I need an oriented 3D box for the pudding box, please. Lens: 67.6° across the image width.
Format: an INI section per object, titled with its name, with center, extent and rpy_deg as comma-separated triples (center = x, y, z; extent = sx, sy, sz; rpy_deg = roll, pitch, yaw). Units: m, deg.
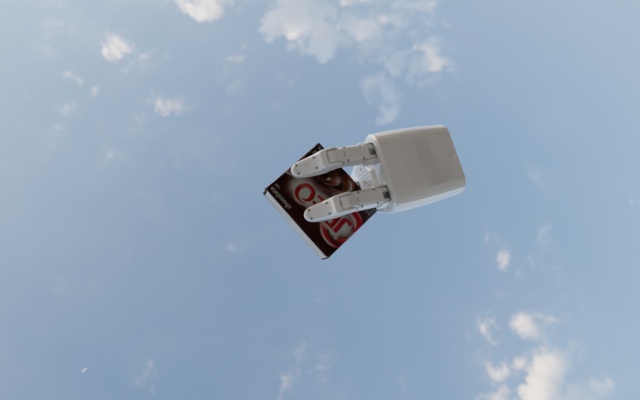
[pudding box]
center = 0.000, 0.002, 0.581
extent = 0.090, 0.113, 0.039
rpy_deg = -43, -1, -19
